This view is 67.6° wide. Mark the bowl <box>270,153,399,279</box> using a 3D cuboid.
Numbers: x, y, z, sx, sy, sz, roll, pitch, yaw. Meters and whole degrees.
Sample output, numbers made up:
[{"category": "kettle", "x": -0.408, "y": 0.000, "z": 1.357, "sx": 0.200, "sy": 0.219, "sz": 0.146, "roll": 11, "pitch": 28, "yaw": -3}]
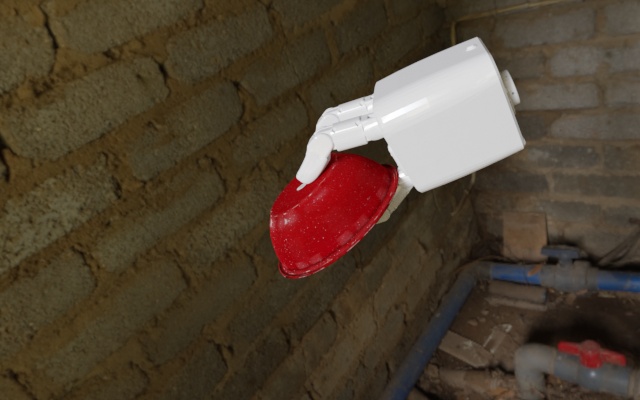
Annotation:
[{"category": "bowl", "x": -0.001, "y": 0.002, "z": 0.493, "sx": 0.055, "sy": 0.162, "sz": 0.162, "roll": 46, "pitch": -18, "yaw": -18}]
